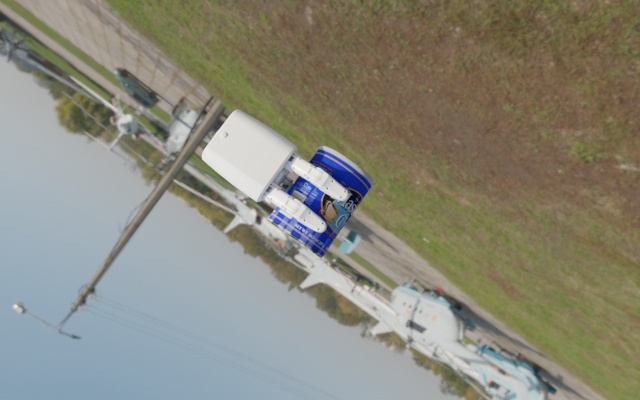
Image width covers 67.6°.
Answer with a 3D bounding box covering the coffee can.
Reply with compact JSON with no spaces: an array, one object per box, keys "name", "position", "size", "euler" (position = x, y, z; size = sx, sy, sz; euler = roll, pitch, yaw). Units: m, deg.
[{"name":"coffee can","position":[0.000,0.002,0.730],"size":[0.103,0.140,0.103],"euler":[35,-6,5]}]
